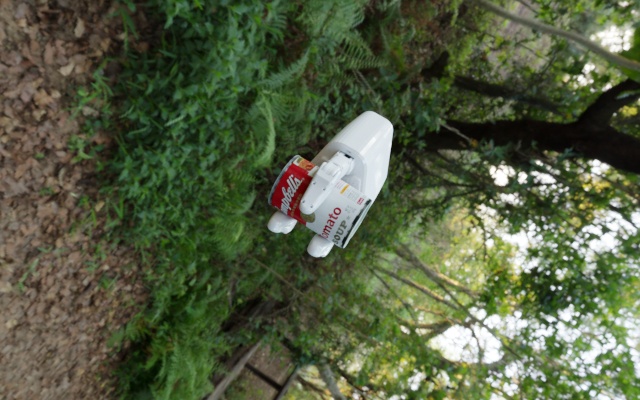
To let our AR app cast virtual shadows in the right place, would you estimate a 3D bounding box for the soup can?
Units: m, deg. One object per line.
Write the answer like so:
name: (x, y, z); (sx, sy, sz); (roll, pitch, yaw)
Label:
soup can: (0.000, 0.002, 0.556); (0.102, 0.068, 0.068); (31, 5, 9)
